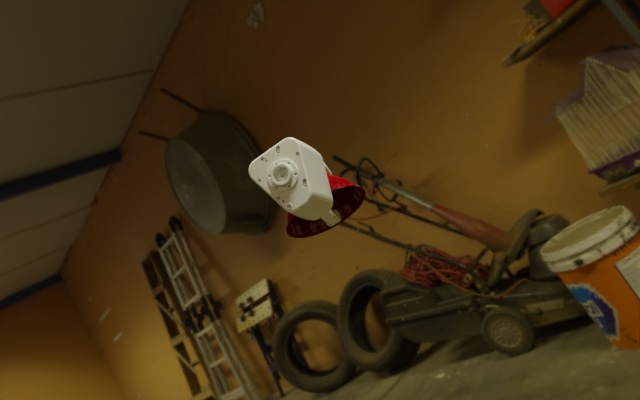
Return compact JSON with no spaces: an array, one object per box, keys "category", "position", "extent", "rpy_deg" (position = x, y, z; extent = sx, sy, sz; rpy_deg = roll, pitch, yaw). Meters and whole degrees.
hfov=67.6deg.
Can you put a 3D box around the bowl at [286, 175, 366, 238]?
[{"category":"bowl","position":[0.000,0.003,0.879],"extent":[0.162,0.055,0.162],"rpy_deg":[-24,-25,-12]}]
